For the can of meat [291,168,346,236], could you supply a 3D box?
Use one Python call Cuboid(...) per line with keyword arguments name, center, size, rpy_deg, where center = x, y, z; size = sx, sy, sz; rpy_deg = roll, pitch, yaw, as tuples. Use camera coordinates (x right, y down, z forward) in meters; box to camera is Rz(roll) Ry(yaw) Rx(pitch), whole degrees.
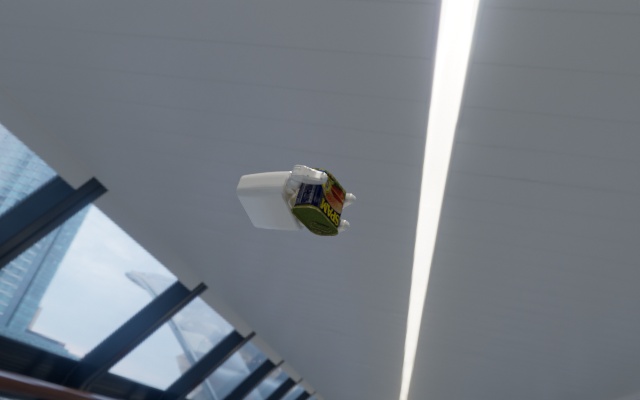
Cuboid(name="can of meat", center=(0.000, 0.002, 0.847), size=(0.057, 0.084, 0.102), rpy_deg=(-3, -33, 31))
